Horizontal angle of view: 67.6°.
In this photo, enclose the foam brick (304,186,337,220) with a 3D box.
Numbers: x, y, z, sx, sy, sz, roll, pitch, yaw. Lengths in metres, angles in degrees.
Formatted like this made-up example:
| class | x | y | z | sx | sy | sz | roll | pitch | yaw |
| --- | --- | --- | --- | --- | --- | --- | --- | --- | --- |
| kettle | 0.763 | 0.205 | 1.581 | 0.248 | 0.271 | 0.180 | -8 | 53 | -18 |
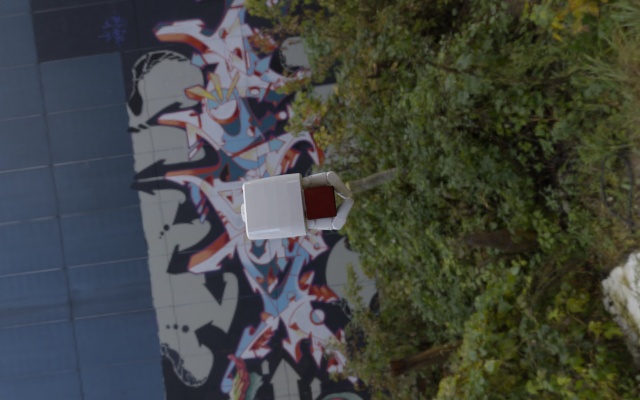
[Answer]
| class | x | y | z | sx | sy | sz | roll | pitch | yaw |
| --- | --- | --- | --- | --- | --- | --- | --- | --- | --- |
| foam brick | 0.000 | 0.003 | 0.829 | 0.051 | 0.053 | 0.078 | -7 | 2 | 1 |
